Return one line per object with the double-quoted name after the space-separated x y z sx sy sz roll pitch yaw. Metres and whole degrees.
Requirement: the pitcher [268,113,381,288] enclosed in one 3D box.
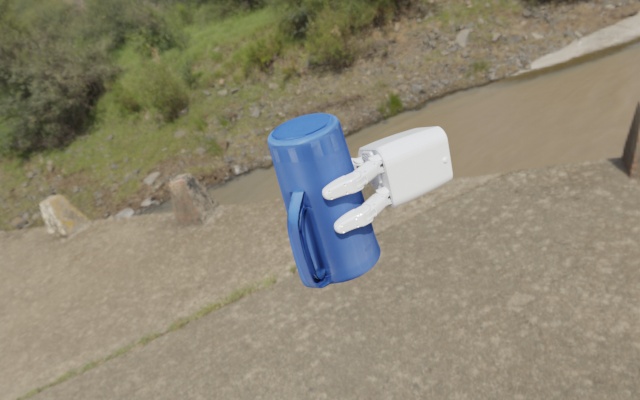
0.000 0.002 0.724 0.145 0.243 0.149 -22 27 -9 "pitcher"
